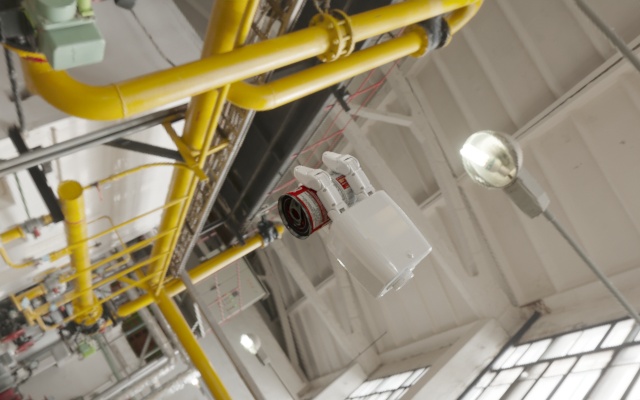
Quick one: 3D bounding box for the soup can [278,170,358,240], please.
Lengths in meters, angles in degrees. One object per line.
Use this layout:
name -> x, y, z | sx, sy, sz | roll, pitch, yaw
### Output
soup can -> 0.000, 0.002, 0.674 | 0.102, 0.068, 0.068 | -29, 17, -33
